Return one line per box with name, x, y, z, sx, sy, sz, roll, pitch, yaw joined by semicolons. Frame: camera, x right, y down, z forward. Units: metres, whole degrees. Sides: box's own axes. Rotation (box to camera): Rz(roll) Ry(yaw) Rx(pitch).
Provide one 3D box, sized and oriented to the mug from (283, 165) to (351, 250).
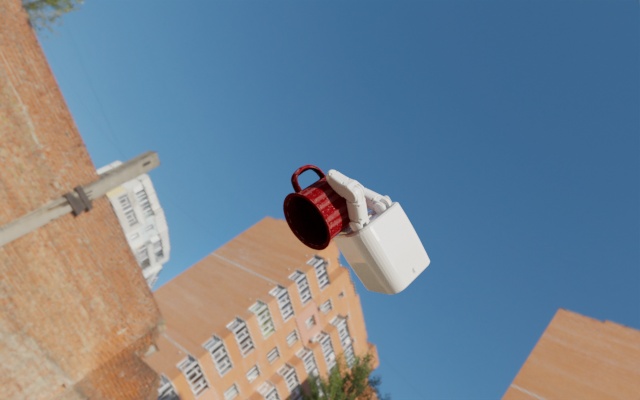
mug;-0.001;0.001;0.696;0.081;0.117;0.093;-34;7;-35
